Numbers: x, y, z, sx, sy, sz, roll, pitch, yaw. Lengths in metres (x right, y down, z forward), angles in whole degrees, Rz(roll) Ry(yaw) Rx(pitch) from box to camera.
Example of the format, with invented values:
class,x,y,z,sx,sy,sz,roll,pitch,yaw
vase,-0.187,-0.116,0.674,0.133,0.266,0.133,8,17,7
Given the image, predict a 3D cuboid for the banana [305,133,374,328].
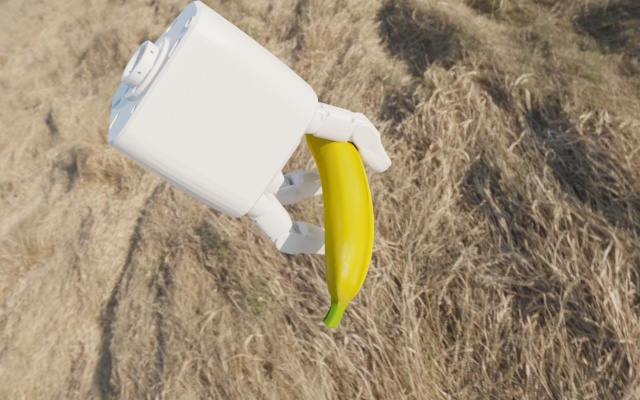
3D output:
class,x,y,z,sx,sy,sz,roll,pitch,yaw
banana,0.011,-0.005,0.386,0.037,0.197,0.070,20,-40,-32
